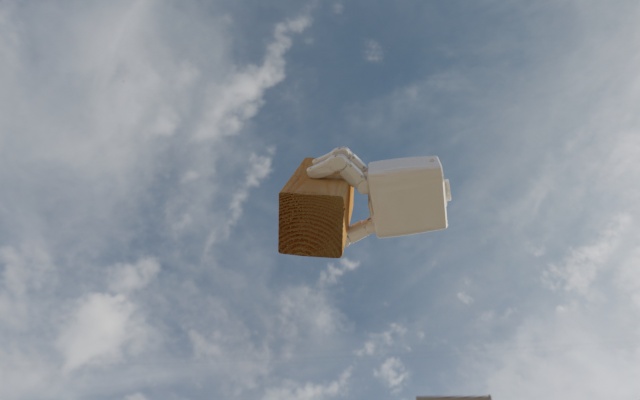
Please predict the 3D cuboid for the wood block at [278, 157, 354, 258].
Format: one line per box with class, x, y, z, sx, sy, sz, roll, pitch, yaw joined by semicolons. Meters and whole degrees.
wood block;0.001;0.003;0.730;0.090;0.091;0.206;4;18;7
